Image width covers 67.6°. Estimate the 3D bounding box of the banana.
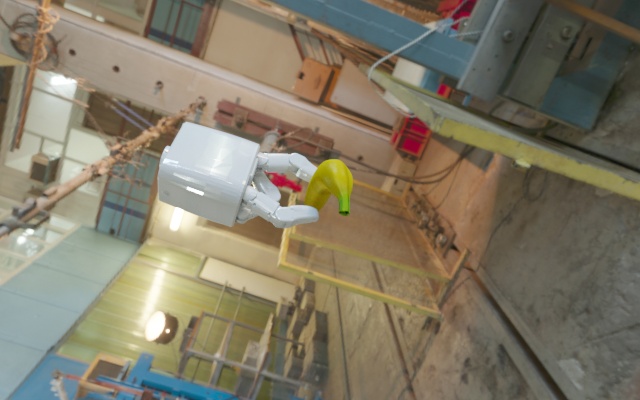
[{"bbox_3d":[0.006,-0.016,0.612,0.037,0.069,0.198,18,-5,-9],"label":"banana"}]
